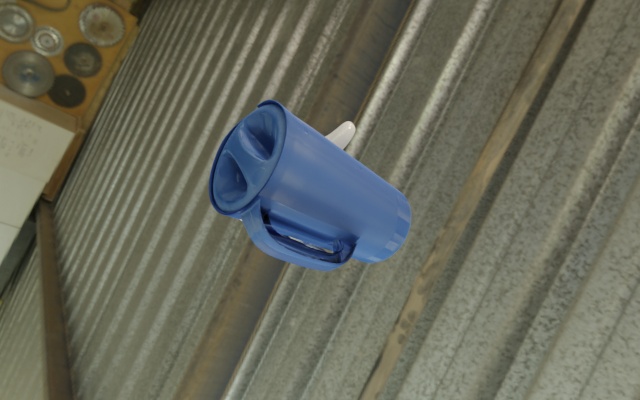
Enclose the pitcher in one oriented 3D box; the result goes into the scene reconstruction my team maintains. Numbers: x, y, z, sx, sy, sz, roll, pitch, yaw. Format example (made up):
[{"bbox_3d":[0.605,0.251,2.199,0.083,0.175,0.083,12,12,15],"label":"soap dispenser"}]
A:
[{"bbox_3d":[0.000,0.002,0.572,0.243,0.149,0.145,27,-4,-38],"label":"pitcher"}]
